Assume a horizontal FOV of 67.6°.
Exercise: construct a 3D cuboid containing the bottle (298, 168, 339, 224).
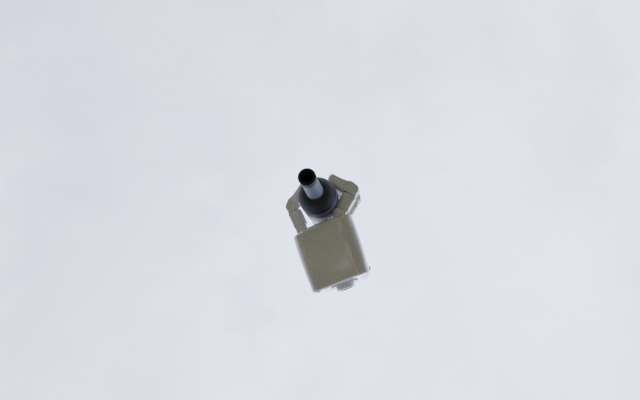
[{"bbox_3d":[0.000,0.003,0.840,0.069,0.069,0.296,0,-15,8],"label":"bottle"}]
